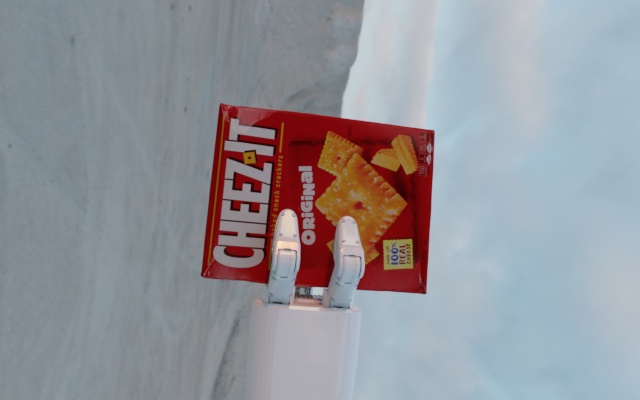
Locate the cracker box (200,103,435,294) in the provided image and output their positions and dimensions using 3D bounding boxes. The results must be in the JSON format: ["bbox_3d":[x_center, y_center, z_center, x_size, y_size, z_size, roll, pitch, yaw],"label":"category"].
[{"bbox_3d":[0.000,0.002,0.472,0.214,0.164,0.072,6,-5,-9],"label":"cracker box"}]
